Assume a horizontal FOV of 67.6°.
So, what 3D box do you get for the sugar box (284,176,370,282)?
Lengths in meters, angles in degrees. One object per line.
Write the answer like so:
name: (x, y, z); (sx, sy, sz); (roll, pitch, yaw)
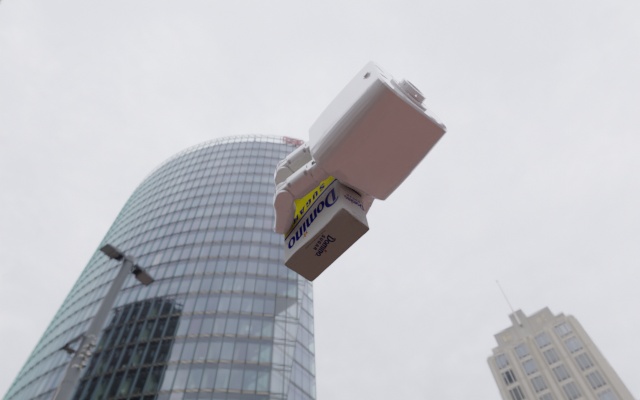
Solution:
sugar box: (0.000, 0.001, 0.557); (0.048, 0.093, 0.176); (37, 22, -21)
